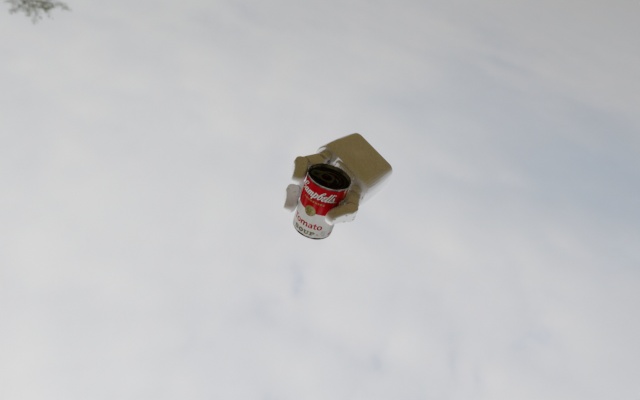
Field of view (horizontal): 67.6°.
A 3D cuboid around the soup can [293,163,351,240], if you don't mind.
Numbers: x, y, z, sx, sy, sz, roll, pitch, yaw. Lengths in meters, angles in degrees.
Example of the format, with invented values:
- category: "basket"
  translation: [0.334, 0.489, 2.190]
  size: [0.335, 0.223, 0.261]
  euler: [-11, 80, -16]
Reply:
- category: "soup can"
  translation: [0.000, 0.003, 0.746]
  size: [0.068, 0.102, 0.068]
  euler: [13, 35, -9]
